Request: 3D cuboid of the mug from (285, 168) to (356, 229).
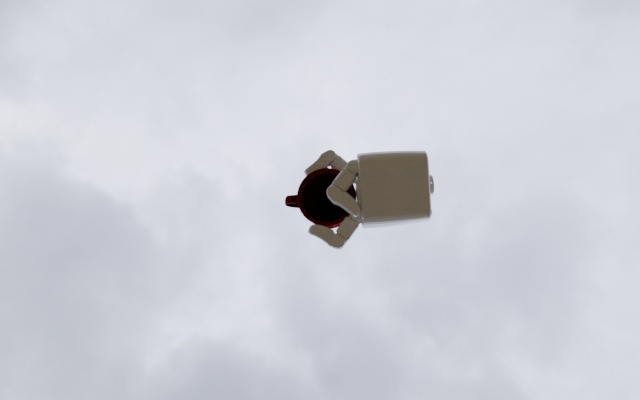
[{"bbox_3d":[-0.001,0.003,0.785,0.117,0.093,0.081,-4,-12,3],"label":"mug"}]
